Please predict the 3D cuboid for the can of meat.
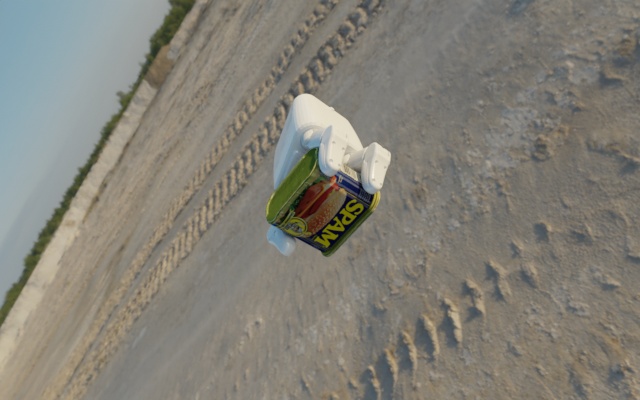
[{"bbox_3d":[0.000,0.002,0.528,0.084,0.102,0.057,30,26,-24],"label":"can of meat"}]
